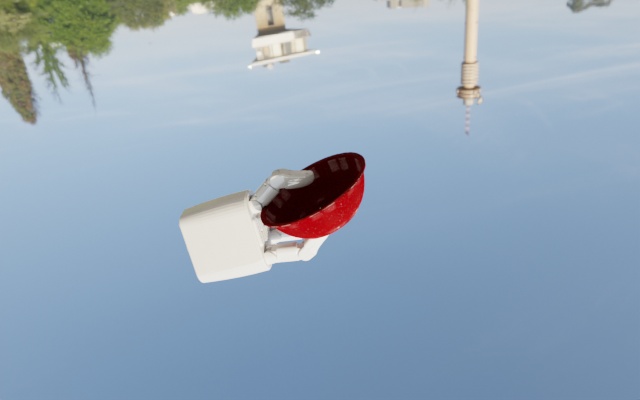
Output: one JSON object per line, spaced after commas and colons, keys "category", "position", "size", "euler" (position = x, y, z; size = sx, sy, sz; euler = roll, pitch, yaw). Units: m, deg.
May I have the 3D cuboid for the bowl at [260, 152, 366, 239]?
{"category": "bowl", "position": [0.001, 0.002, 0.649], "size": [0.162, 0.055, 0.162], "euler": [-27, 24, 13]}
